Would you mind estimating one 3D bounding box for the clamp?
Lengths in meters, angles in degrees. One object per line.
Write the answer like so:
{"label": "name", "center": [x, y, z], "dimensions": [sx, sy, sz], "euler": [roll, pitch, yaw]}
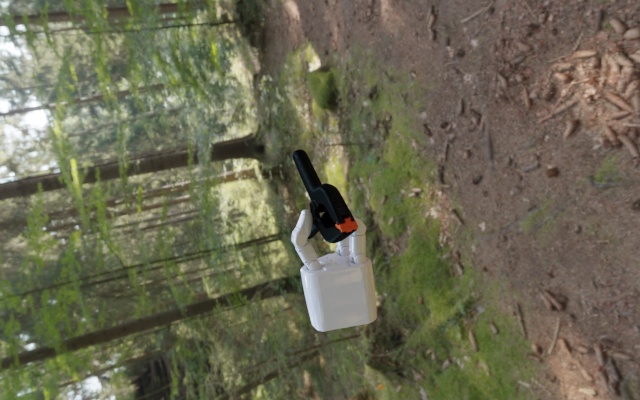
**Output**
{"label": "clamp", "center": [0.000, 0.003, 0.769], "dimensions": [0.036, 0.164, 0.210], "euler": [-13, 12, -19]}
